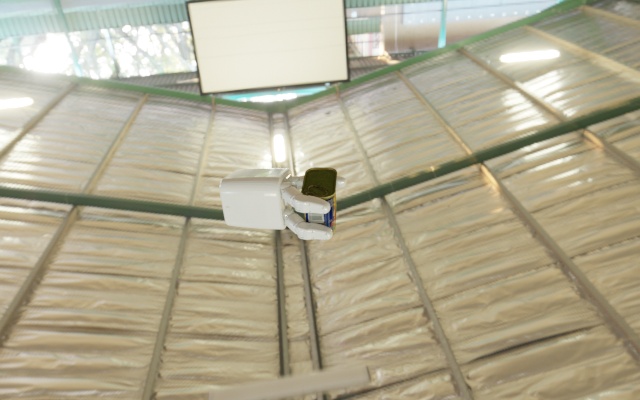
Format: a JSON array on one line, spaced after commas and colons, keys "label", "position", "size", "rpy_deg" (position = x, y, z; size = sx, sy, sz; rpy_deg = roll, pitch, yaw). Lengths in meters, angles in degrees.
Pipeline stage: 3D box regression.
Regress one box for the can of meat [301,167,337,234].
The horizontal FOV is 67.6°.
[{"label": "can of meat", "position": [0.000, 0.003, 0.831], "size": [0.057, 0.084, 0.102], "rpy_deg": [0, 32, 4]}]
